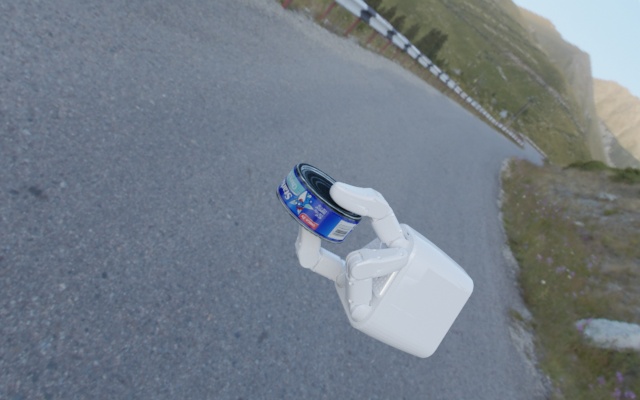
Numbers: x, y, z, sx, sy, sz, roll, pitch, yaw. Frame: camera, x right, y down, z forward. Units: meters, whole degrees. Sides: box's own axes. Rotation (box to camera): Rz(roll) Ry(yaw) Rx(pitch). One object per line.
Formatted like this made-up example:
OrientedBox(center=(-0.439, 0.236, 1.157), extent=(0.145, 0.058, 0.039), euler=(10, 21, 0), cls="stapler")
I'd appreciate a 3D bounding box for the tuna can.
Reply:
OrientedBox(center=(0.000, 0.001, 0.475), extent=(0.086, 0.034, 0.086), euler=(36, 18, -13), cls="tuna can")
